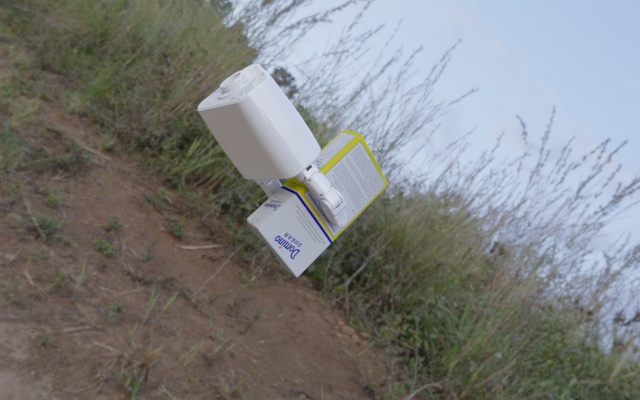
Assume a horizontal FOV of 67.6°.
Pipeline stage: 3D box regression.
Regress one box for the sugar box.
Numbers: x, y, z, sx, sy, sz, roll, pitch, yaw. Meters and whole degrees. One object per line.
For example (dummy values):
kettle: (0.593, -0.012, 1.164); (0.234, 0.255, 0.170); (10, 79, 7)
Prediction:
sugar box: (0.000, 0.002, 0.605); (0.176, 0.093, 0.048); (-42, 32, -13)
